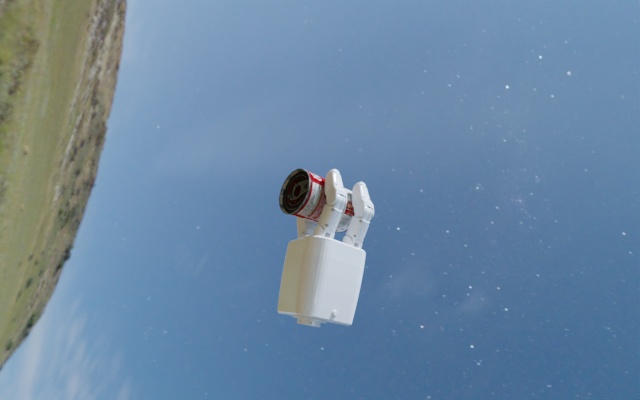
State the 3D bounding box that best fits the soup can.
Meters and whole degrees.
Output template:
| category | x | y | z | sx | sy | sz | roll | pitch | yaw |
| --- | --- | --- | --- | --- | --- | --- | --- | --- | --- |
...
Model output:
| category | x | y | z | sx | sy | sz | roll | pitch | yaw |
| --- | --- | --- | --- | --- | --- | --- | --- | --- | --- |
| soup can | 0.000 | 0.002 | 0.699 | 0.102 | 0.068 | 0.068 | 22 | -14 | -36 |
